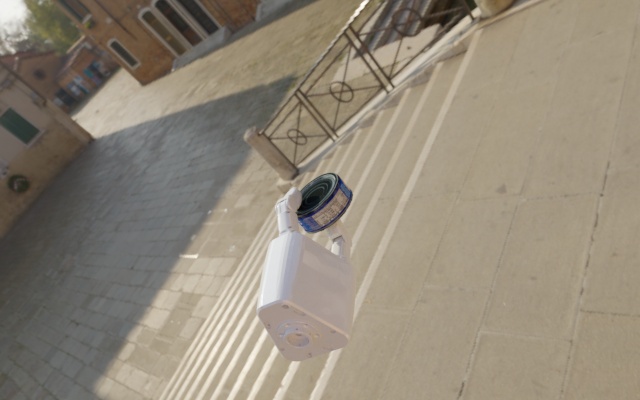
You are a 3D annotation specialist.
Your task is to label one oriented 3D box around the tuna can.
[{"bbox_3d":[0.000,0.002,0.651,0.034,0.086,0.086,49,-25,-25],"label":"tuna can"}]
